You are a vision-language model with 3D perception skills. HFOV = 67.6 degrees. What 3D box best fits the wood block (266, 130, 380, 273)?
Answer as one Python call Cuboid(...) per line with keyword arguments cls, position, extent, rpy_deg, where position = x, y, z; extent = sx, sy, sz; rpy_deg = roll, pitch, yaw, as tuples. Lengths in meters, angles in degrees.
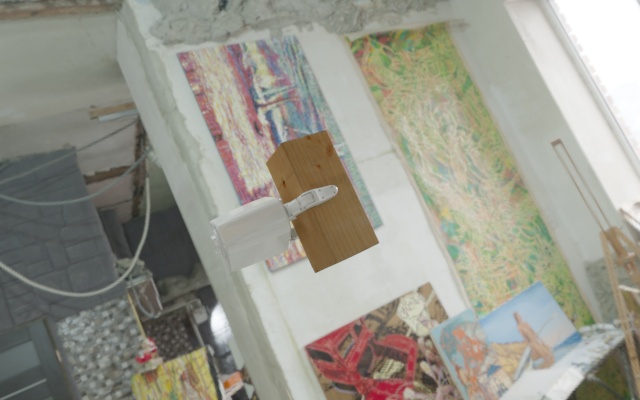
Cuboid(cls="wood block", position=(0.000, 0.002, 0.789), extent=(0.090, 0.206, 0.091), rpy_deg=(-20, -9, -29))
